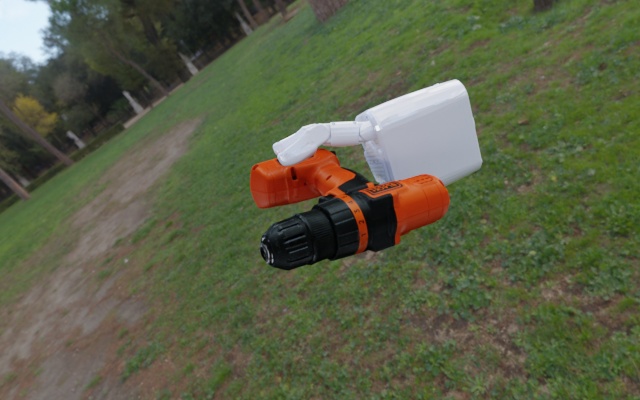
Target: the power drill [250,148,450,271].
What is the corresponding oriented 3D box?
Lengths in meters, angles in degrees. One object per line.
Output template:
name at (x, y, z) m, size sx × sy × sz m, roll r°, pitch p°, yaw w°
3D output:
power drill at (0.000, 0.001, 0.468) m, size 0.184 × 0.057 × 0.187 m, roll -14°, pitch 23°, yaw -27°
